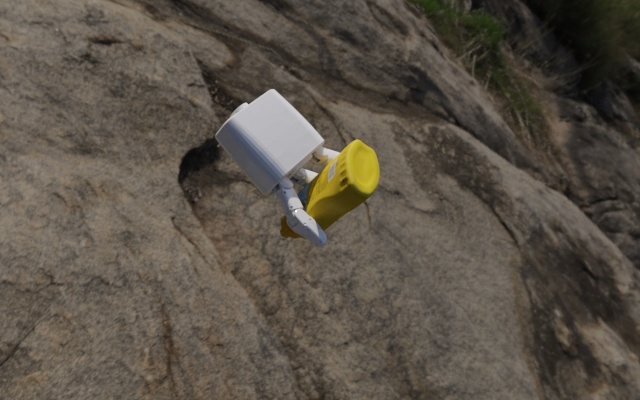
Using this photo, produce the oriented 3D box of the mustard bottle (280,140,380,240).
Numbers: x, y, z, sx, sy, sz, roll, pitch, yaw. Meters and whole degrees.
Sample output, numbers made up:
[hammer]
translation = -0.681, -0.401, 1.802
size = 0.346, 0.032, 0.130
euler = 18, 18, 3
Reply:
[mustard bottle]
translation = 0.001, 0.002, 0.674
size = 0.058, 0.096, 0.192
euler = 31, -47, -22
